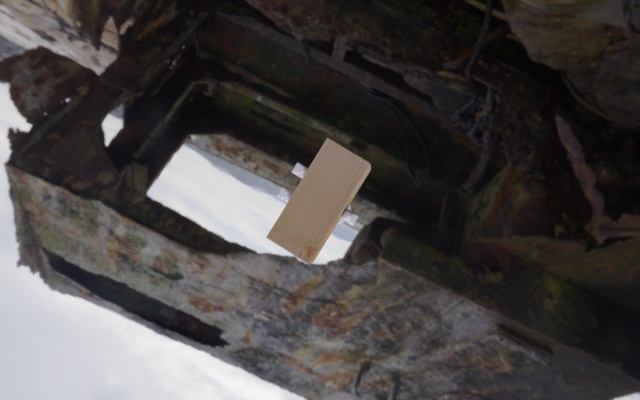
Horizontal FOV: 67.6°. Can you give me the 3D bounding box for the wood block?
[{"bbox_3d":[0.000,0.003,0.871,0.091,0.206,0.090,31,0,8],"label":"wood block"}]
